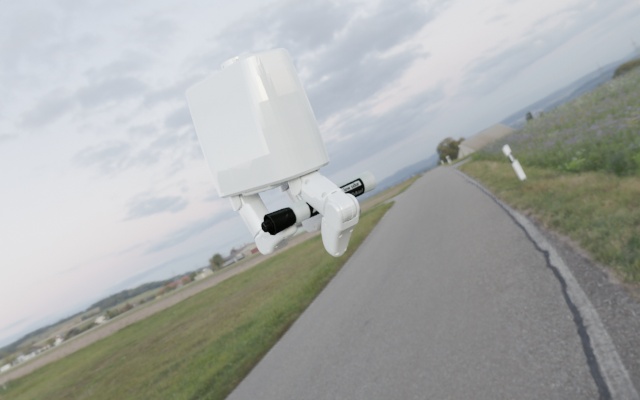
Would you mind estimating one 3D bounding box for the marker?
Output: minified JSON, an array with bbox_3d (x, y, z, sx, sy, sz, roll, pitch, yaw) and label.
[{"bbox_3d":[0.000,0.001,0.419,0.121,0.020,0.020,-24,13,-33],"label":"marker"}]
